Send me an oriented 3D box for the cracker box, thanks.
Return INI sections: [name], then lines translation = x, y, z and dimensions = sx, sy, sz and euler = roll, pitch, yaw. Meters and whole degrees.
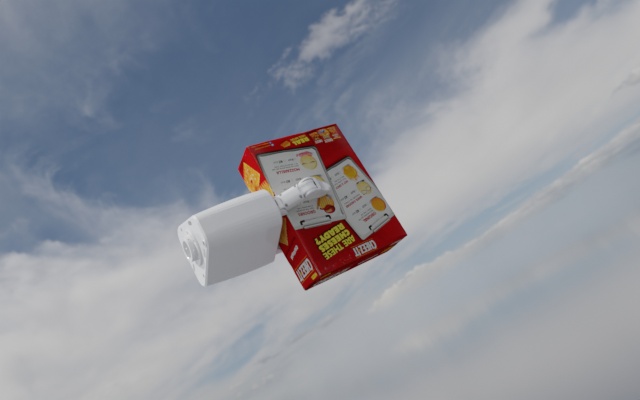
[cracker box]
translation = 0.000, 0.002, 0.707
dimensions = 0.164, 0.213, 0.072
euler = -20, -20, -32
